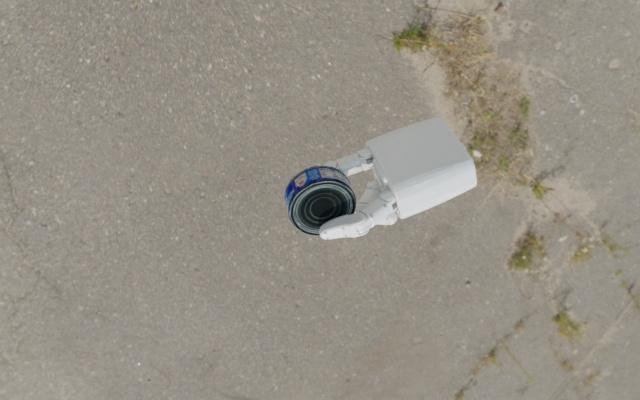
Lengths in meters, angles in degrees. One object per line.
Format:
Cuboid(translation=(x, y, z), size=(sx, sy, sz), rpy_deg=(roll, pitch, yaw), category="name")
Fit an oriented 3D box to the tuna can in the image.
Cuboid(translation=(0.000, 0.002, 0.589), size=(0.086, 0.086, 0.033), rpy_deg=(0, 35, -14), category="tuna can")
